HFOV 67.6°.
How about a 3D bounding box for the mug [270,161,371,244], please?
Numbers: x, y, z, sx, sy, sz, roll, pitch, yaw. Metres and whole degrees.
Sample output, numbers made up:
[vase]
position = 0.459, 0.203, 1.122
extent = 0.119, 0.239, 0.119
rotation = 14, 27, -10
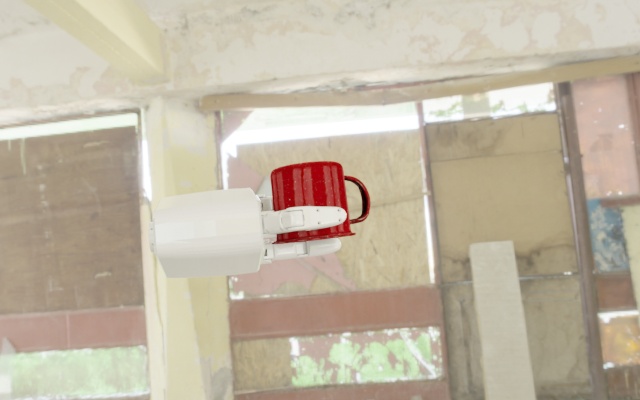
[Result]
[mug]
position = 0.001, 0.001, 0.530
extent = 0.117, 0.081, 0.093
rotation = -6, -4, -15
